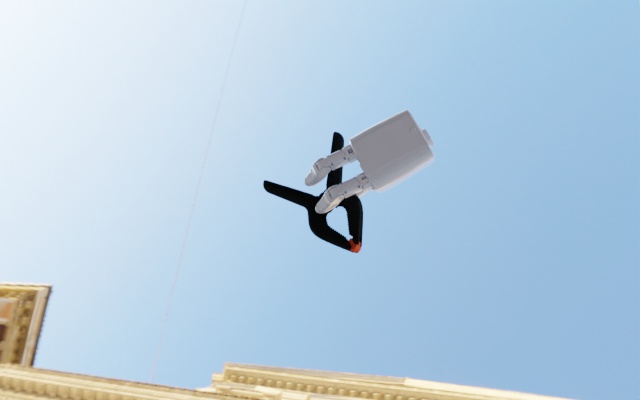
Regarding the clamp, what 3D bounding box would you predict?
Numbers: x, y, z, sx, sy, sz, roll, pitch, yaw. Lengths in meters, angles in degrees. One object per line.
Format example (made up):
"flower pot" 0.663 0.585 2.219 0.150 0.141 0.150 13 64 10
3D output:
"clamp" 0.001 0.003 0.799 0.164 0.210 0.036 -28 -26 9
